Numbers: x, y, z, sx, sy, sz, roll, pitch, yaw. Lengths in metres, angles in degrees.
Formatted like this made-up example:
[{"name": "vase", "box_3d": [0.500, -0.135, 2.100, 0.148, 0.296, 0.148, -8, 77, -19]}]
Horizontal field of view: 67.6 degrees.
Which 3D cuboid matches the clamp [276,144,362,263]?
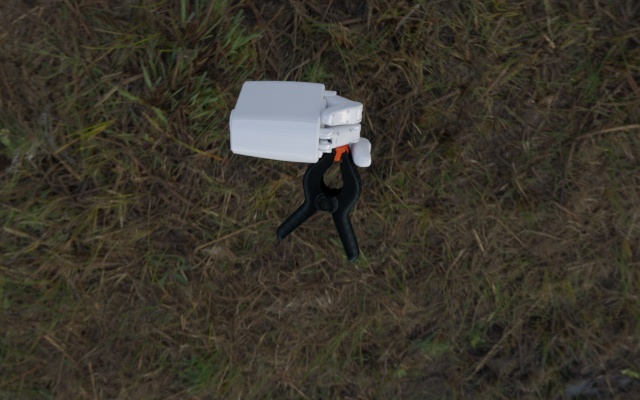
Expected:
[{"name": "clamp", "box_3d": [0.000, 0.002, 0.645, 0.120, 0.171, 0.039, 6, 24, 3]}]
